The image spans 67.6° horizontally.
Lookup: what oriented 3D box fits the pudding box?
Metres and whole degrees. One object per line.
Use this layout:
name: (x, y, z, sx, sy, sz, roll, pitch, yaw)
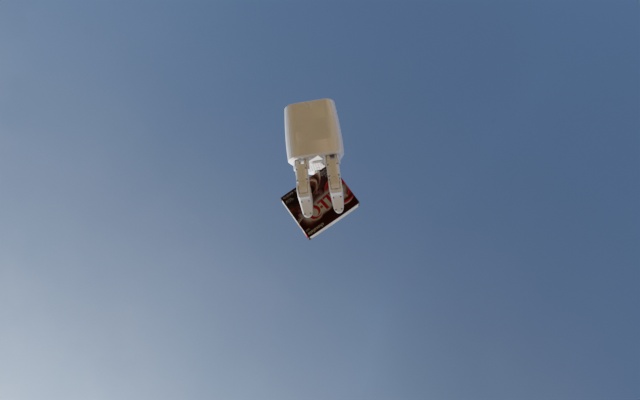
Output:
pudding box: (0.000, 0.003, 0.854, 0.113, 0.090, 0.039, -36, -13, -2)
